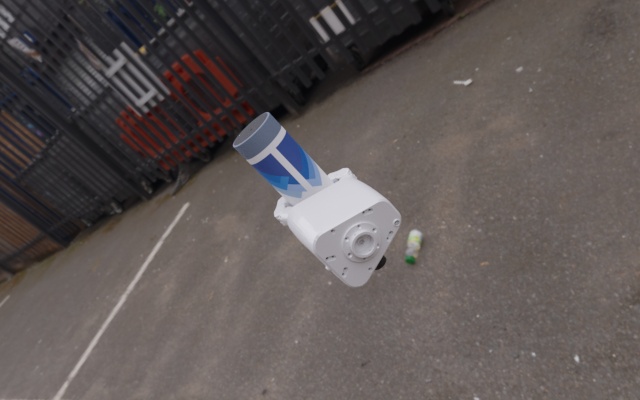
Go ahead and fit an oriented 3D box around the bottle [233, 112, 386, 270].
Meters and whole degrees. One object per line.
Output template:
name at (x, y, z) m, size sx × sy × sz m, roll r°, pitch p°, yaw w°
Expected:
bottle at (0.000, 0.002, 0.696) m, size 0.296 × 0.069 × 0.069 m, roll 46°, pitch -23°, yaw -24°
